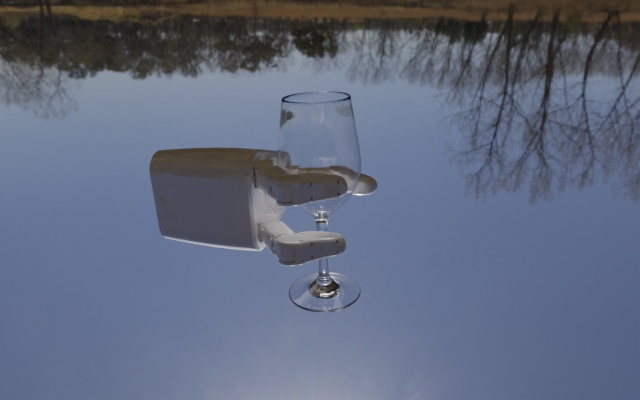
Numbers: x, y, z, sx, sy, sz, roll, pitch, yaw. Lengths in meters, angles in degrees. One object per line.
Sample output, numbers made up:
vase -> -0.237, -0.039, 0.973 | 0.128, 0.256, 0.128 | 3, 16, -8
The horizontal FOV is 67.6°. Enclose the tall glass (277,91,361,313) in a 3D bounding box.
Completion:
tall glass -> 0.000, 0.002, 0.456 | 0.079, 0.201, 0.079 | -2, 21, 1
